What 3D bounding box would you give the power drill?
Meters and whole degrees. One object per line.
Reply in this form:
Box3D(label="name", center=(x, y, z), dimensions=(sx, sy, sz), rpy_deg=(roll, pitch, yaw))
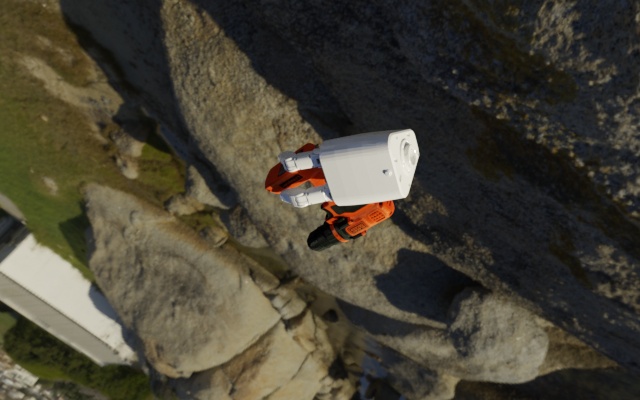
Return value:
Box3D(label="power drill", center=(0.000, 0.002, 0.796), dimensions=(0.184, 0.057, 0.188), rpy_deg=(-32, -56, 31))
